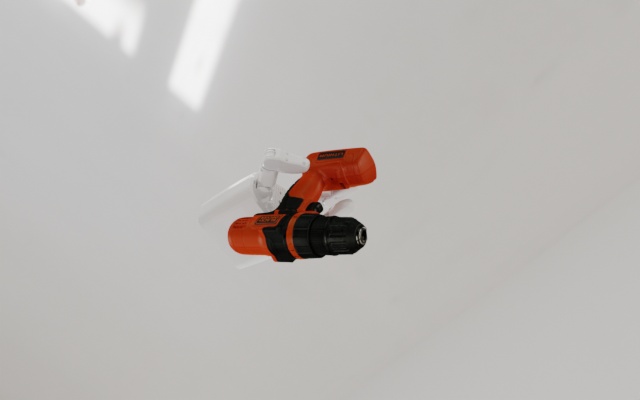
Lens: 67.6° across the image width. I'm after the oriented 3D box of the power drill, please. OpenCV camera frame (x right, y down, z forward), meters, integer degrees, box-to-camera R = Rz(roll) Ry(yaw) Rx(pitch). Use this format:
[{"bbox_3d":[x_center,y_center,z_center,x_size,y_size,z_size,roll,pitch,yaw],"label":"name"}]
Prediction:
[{"bbox_3d":[0.000,0.002,0.586,0.184,0.057,0.187,-1,31,34],"label":"power drill"}]
